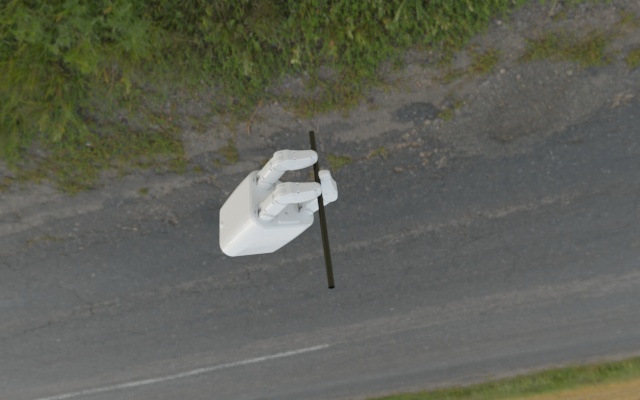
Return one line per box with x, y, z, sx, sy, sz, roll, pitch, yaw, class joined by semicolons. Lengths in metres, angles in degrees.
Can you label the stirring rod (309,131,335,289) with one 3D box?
0.000;0.002;0.628;0.011;0.239;0.011;-5;-32;-3;stirring rod
